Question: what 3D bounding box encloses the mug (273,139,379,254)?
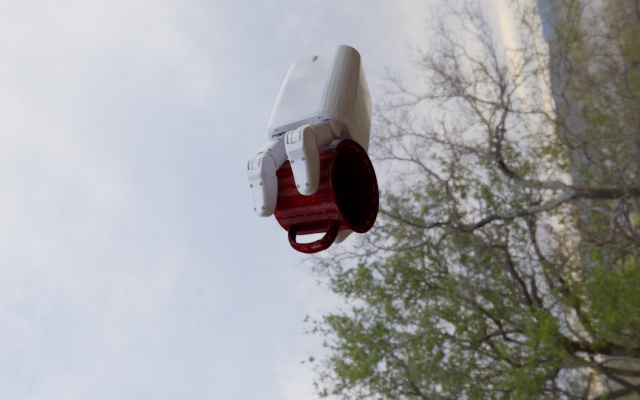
[{"bbox_3d":[0.000,0.003,0.477,0.081,0.117,0.093,-10,-39,33],"label":"mug"}]
